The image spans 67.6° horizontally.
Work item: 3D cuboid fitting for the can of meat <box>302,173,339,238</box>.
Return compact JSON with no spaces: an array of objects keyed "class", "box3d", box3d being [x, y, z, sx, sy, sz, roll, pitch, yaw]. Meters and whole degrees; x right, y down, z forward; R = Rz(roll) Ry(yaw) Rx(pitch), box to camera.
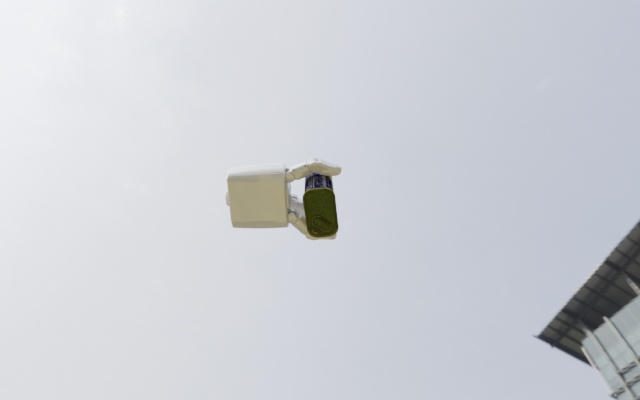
[{"class":"can of meat","box3d":[0.000,0.003,0.878,0.057,0.102,0.084,-6,30,2]}]
